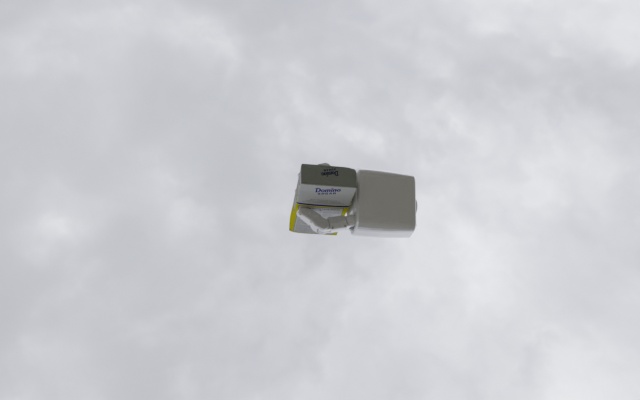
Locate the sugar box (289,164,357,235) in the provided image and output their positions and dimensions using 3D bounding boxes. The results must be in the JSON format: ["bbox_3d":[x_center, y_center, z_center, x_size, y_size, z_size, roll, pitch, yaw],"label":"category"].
[{"bbox_3d":[0.000,0.002,0.835,0.093,0.048,0.176,5,-33,-9],"label":"sugar box"}]
